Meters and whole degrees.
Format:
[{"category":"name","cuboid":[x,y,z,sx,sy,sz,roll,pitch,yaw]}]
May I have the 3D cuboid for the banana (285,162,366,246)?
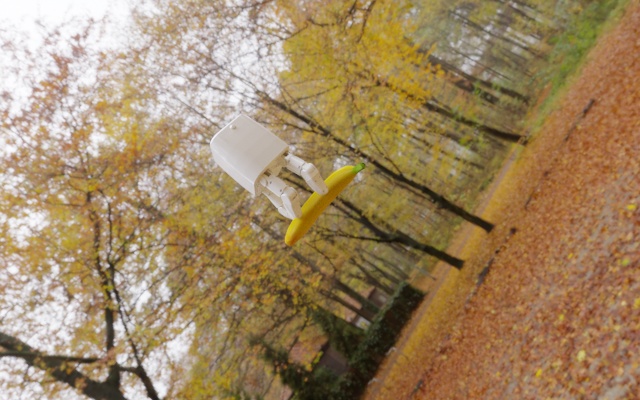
[{"category":"banana","cuboid":[0.000,0.001,0.860,0.037,0.198,0.069,42,-8,-4]}]
